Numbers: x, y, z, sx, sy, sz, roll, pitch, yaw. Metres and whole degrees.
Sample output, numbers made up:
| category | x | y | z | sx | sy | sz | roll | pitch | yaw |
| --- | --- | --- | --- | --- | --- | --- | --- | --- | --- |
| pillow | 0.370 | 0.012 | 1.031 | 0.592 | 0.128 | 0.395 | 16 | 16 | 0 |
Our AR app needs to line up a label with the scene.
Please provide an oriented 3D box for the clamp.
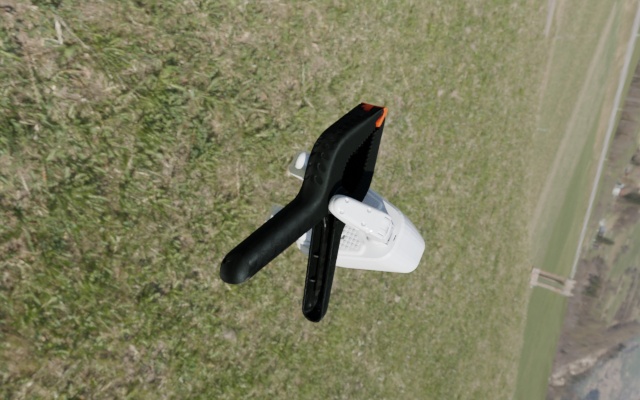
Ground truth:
| category | x | y | z | sx | sy | sz | roll | pitch | yaw |
| --- | --- | --- | --- | --- | --- | --- | --- | --- | --- |
| clamp | 0.001 | 0.001 | 0.415 | 0.036 | 0.210 | 0.165 | 20 | -7 | 29 |
